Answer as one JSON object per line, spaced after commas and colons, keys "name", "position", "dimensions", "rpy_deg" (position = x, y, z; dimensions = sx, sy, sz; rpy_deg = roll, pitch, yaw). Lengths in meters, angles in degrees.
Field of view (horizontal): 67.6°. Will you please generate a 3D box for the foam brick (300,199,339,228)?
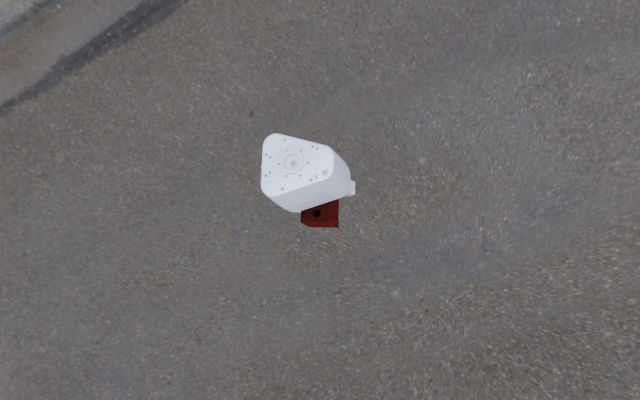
{"name": "foam brick", "position": [0.000, 0.003, 0.772], "dimensions": [0.053, 0.078, 0.051], "rpy_deg": [-2, -11, 14]}
